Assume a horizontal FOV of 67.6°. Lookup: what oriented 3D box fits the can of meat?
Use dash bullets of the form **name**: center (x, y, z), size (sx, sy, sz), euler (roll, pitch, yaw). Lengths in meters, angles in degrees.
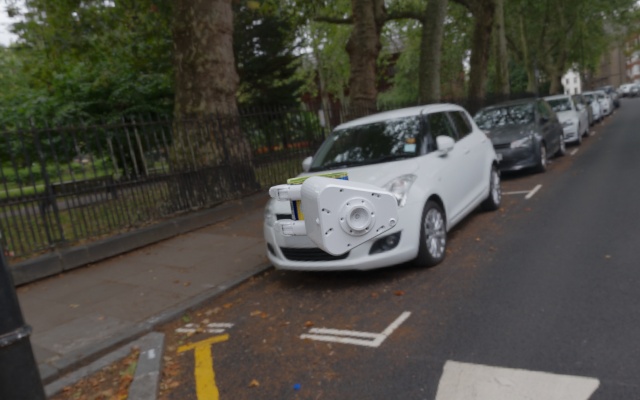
- **can of meat**: center (0.000, 0.002, 0.755), size (0.102, 0.084, 0.057), euler (-9, 8, -7)
